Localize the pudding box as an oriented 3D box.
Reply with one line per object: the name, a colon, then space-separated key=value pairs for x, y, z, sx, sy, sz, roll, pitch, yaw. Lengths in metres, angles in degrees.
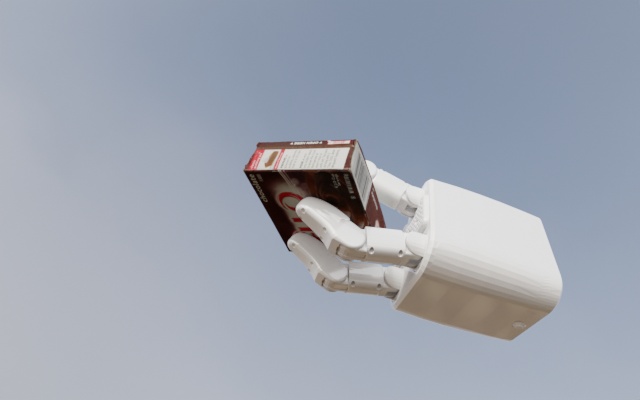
pudding box: x=0.000 y=0.001 z=0.400 sx=0.090 sy=0.039 sz=0.114 roll=0 pitch=-43 yaw=22
